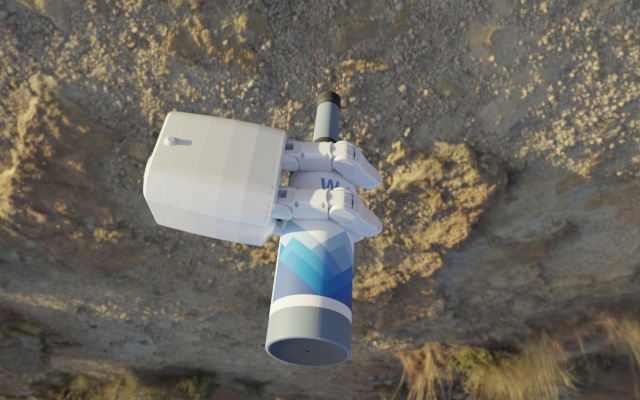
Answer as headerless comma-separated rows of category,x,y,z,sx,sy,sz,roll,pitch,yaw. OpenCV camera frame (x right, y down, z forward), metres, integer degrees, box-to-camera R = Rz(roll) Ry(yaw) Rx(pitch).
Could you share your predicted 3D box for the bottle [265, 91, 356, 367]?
bottle,0.000,0.002,0.459,0.069,0.295,0.069,3,-37,2
